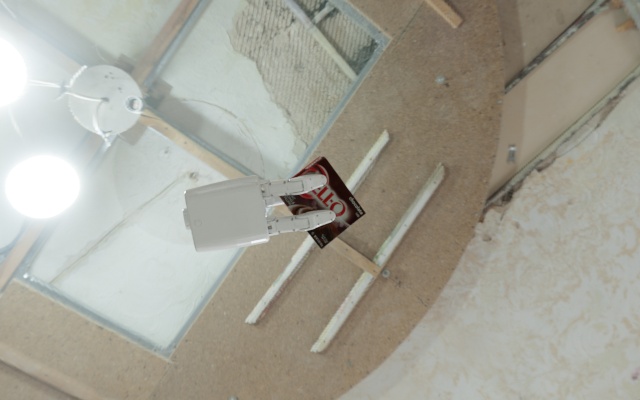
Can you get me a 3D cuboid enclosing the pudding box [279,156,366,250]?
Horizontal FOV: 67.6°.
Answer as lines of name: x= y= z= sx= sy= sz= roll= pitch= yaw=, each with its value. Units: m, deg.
pudding box: x=0.000 y=0.002 z=0.728 sx=0.090 sy=0.113 sz=0.039 roll=-38 pitch=15 yaw=-5
